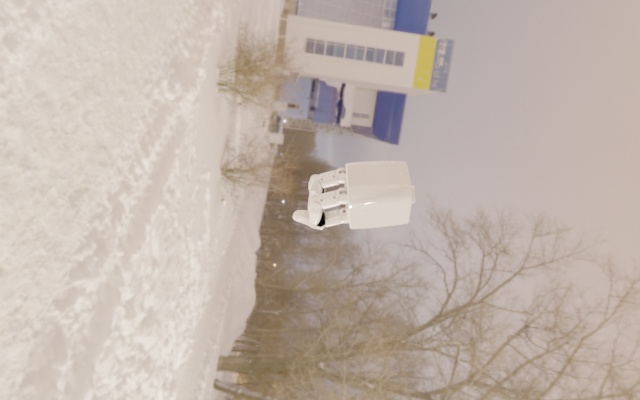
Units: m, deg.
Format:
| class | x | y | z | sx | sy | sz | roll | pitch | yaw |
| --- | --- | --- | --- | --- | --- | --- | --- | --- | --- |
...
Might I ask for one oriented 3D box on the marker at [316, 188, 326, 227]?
| class | x | y | z | sx | sy | sz | roll | pitch | yaw |
| --- | --- | --- | --- | --- | --- | --- | --- | --- | --- |
| marker | 0.000 | 0.003 | 0.877 | 0.020 | 0.020 | 0.121 | 0 | 42 | 1 |
